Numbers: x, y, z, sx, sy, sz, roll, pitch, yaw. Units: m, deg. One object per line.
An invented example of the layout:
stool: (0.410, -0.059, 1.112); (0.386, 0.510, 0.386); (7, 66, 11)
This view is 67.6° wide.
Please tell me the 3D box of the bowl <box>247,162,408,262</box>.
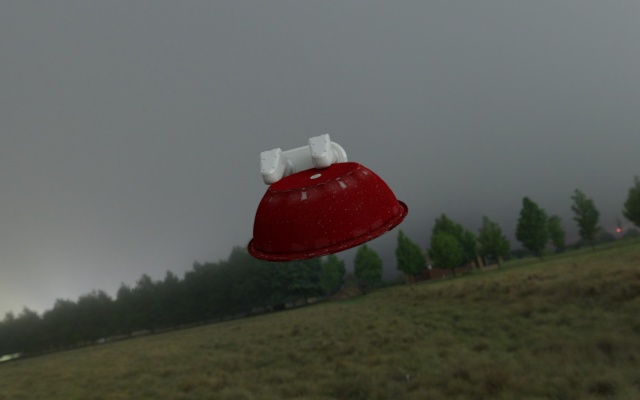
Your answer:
bowl: (0.000, 0.001, 0.463); (0.162, 0.055, 0.162); (-14, 14, 3)
